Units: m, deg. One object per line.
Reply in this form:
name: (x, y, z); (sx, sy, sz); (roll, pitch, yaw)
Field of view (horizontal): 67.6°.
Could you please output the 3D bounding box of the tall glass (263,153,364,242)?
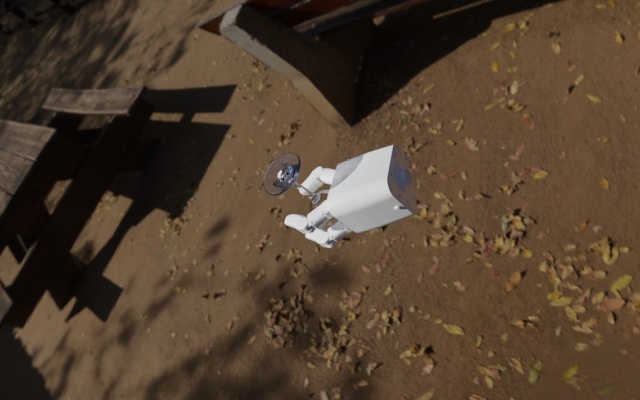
tall glass: (0.000, 0.002, 0.795); (0.079, 0.079, 0.201); (0, -26, 41)
